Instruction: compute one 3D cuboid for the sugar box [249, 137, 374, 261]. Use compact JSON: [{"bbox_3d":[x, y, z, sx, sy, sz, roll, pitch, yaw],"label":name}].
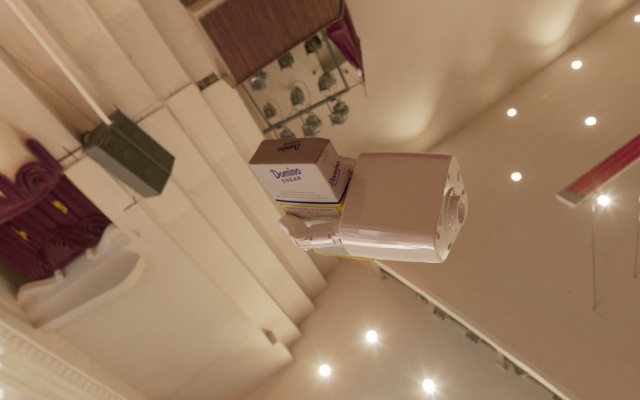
[{"bbox_3d":[0.000,0.002,0.564,0.093,0.048,0.176,3,-40,33],"label":"sugar box"}]
